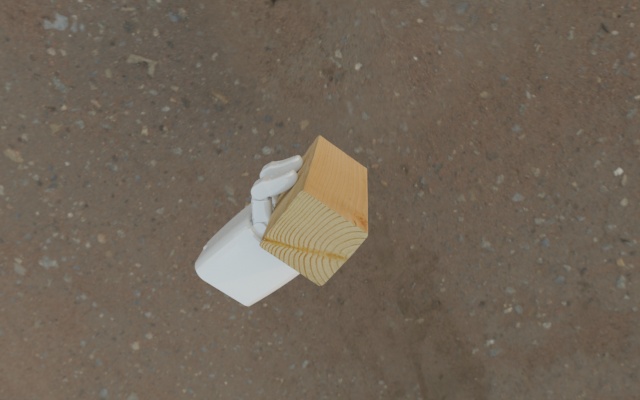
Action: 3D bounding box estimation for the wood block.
[{"bbox_3d":[0.000,0.003,0.616,0.091,0.090,0.206,35,22,-10],"label":"wood block"}]
